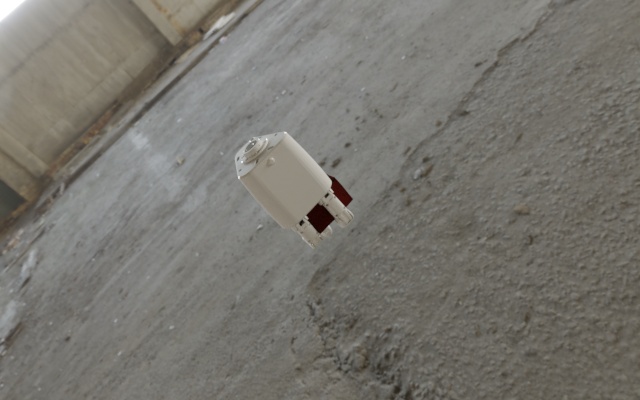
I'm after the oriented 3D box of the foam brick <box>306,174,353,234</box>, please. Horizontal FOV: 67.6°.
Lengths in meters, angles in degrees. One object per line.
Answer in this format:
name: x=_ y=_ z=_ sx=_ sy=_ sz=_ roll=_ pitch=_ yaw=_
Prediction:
foam brick: x=0.000 y=0.002 z=0.742 sx=0.051 sy=0.078 sz=0.053 roll=49 pitch=-11 yaw=-28
